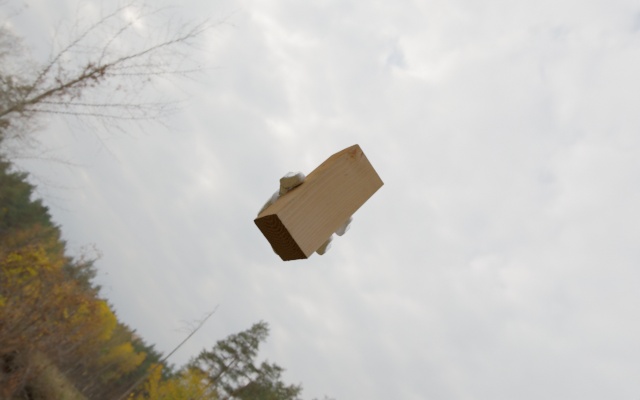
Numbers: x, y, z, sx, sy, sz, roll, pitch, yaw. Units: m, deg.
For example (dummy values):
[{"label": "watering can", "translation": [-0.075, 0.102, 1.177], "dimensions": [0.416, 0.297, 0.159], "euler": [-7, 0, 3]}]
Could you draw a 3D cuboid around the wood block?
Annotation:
[{"label": "wood block", "translation": [0.000, 0.002, 0.815], "dimensions": [0.206, 0.091, 0.090], "euler": [-42, 14, -30]}]
